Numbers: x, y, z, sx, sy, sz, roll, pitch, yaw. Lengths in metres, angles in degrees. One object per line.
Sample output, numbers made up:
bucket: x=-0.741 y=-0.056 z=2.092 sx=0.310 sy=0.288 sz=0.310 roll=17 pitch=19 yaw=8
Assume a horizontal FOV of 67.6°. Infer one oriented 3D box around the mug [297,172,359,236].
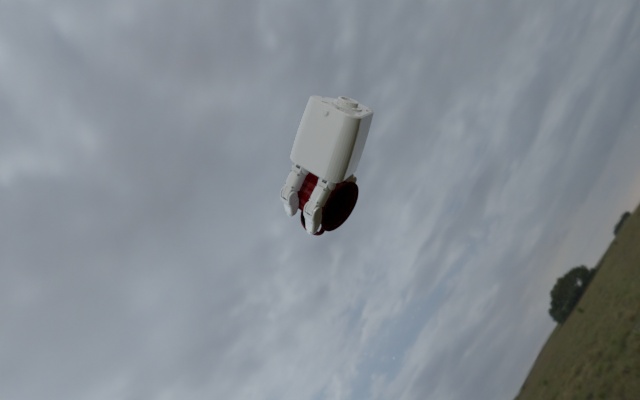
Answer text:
mug: x=0.000 y=0.004 z=0.807 sx=0.081 sy=0.117 sz=0.093 roll=33 pitch=25 yaw=30
